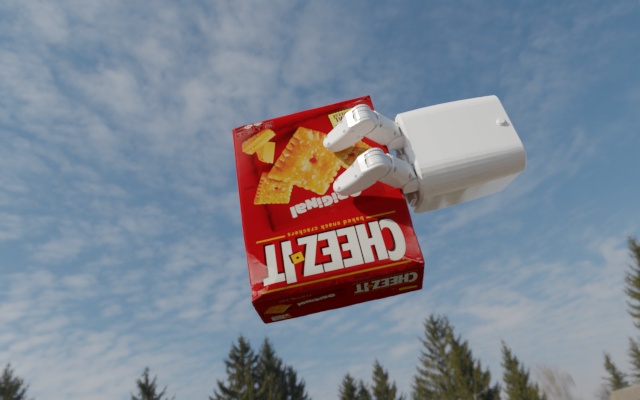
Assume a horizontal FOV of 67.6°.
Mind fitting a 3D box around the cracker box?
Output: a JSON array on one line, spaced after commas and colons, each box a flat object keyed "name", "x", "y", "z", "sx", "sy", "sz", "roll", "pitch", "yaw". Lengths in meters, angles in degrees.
[{"name": "cracker box", "x": 0.000, "y": 0.002, "z": 0.503, "sx": 0.164, "sy": 0.213, "sz": 0.072, "roll": -13, "pitch": -32, "yaw": 1}]
